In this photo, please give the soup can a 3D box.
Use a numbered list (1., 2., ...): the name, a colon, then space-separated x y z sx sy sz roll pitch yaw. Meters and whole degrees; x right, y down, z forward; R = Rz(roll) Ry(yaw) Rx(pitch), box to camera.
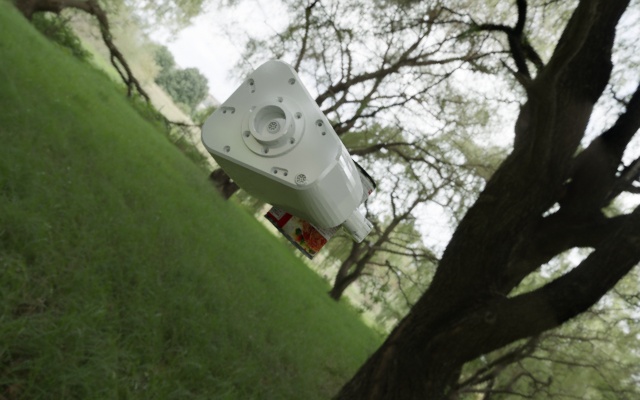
1. soup can: 0.000 0.002 0.496 0.068 0.102 0.068 42 -5 4
